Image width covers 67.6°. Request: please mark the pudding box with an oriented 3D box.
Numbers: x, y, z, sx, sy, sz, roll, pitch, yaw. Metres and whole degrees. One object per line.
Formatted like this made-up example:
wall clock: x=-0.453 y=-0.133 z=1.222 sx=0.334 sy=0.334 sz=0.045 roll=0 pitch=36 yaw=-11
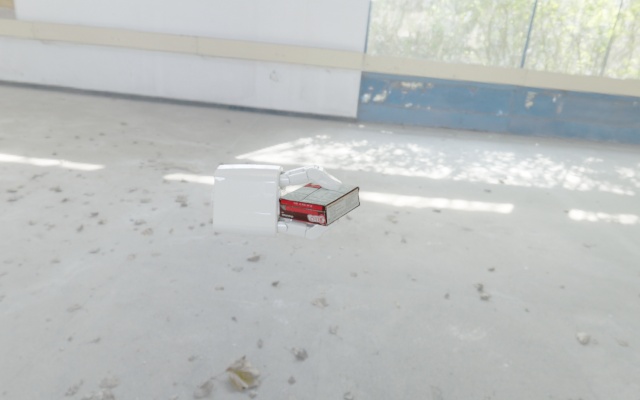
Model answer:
pudding box: x=0.000 y=0.002 z=0.776 sx=0.090 sy=0.039 sz=0.113 roll=10 pitch=24 yaw=31
